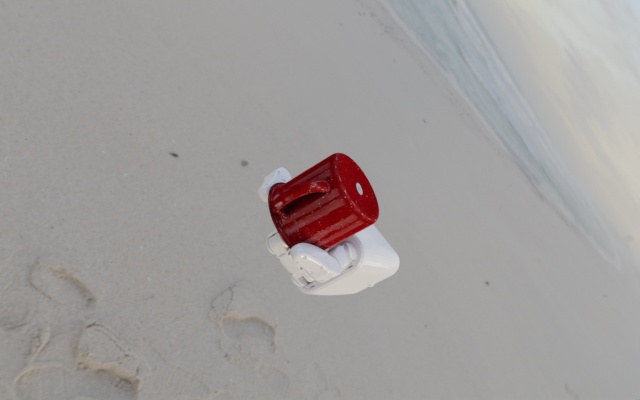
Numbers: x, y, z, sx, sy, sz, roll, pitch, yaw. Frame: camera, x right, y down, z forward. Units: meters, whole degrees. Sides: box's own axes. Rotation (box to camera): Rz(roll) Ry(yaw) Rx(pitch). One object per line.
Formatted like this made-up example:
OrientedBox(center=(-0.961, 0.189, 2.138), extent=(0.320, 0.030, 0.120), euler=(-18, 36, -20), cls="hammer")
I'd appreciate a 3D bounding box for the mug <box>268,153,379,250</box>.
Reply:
OrientedBox(center=(-0.001, 0.001, 0.481), extent=(0.081, 0.093, 0.117), euler=(-30, -25, 24), cls="mug")
